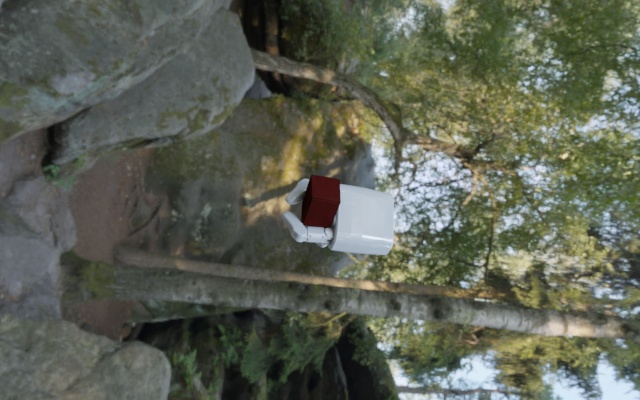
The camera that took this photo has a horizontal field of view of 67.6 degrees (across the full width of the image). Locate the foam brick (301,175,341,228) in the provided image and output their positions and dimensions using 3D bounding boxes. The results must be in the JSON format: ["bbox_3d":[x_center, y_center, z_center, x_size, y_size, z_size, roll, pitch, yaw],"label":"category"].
[{"bbox_3d":[0.000,0.003,0.809,0.051,0.053,0.078,9,-40,-10],"label":"foam brick"}]
